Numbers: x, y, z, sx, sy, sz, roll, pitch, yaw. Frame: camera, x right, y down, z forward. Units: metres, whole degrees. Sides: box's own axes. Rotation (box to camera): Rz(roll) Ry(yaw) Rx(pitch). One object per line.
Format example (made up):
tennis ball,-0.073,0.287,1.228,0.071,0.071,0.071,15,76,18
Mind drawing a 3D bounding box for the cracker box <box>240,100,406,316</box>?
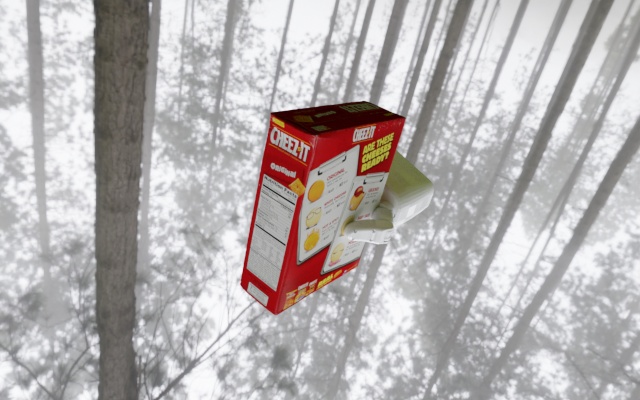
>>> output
cracker box,0.000,0.002,0.544,0.072,0.214,0.164,30,31,29
